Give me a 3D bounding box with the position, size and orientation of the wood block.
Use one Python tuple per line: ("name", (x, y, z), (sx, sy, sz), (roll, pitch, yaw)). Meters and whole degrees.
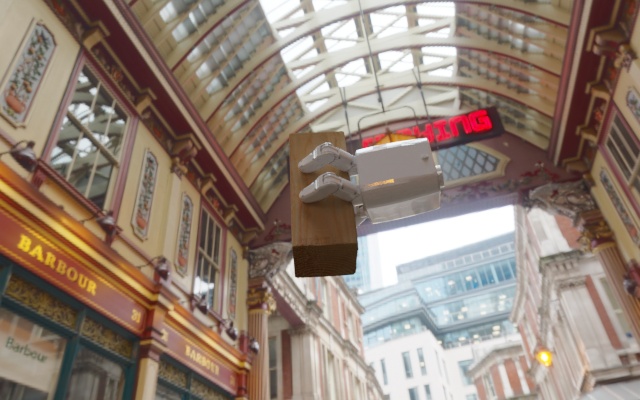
("wood block", (0.001, 0.002, 0.717), (0.090, 0.206, 0.091), (-3, -37, -1))
